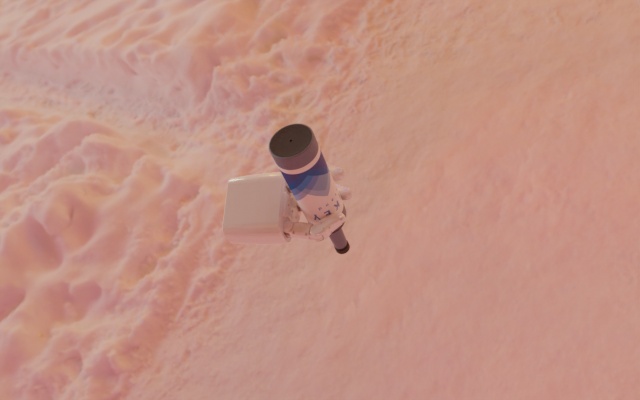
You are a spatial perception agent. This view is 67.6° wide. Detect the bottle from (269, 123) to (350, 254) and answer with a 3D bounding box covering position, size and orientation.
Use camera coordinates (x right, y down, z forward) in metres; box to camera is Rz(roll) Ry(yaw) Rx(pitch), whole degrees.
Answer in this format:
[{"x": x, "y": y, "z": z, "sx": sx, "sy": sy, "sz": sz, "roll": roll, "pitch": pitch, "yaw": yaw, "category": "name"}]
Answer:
[{"x": 0.000, "y": 0.002, "z": 0.772, "sx": 0.069, "sy": 0.069, "sz": 0.296, "roll": 0, "pitch": -36, "yaw": 20, "category": "bottle"}]
